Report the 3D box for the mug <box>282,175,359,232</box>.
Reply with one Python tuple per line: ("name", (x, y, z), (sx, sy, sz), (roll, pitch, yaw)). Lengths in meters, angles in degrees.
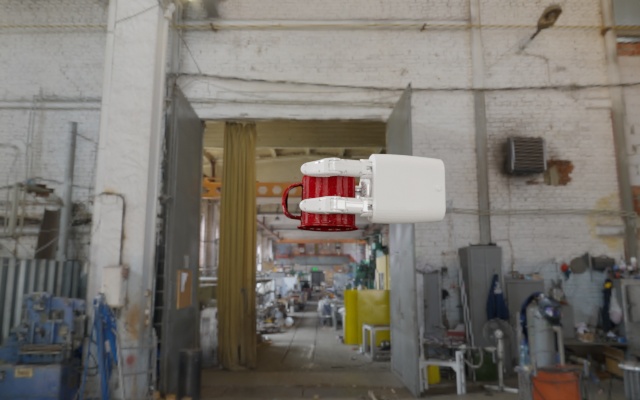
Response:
("mug", (-0.001, 0.002, 0.720), (0.117, 0.081, 0.093), (2, -9, -8))
